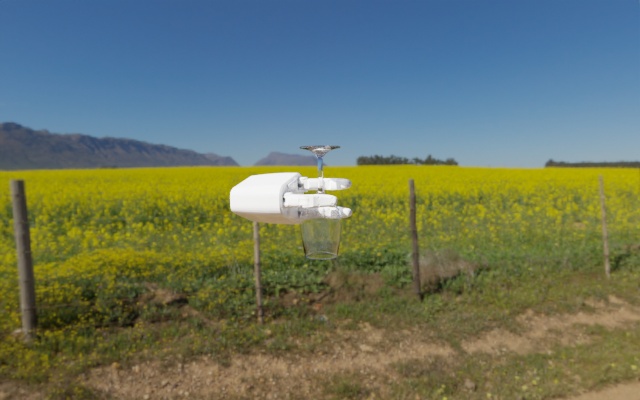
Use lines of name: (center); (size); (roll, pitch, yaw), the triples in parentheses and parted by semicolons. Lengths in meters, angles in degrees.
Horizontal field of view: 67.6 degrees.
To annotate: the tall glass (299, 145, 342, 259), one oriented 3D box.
tall glass: (0.000, 0.002, 0.867); (0.079, 0.201, 0.079); (-1, 3, 0)
